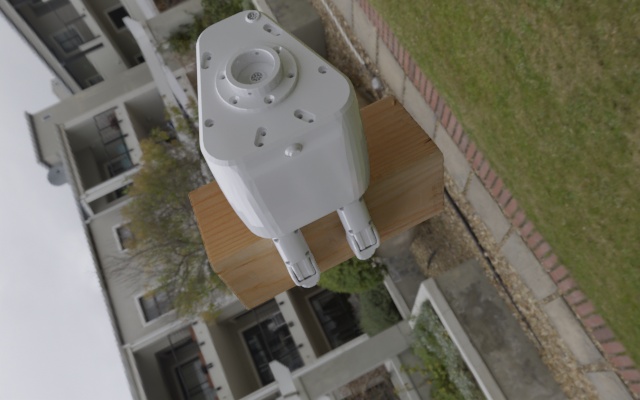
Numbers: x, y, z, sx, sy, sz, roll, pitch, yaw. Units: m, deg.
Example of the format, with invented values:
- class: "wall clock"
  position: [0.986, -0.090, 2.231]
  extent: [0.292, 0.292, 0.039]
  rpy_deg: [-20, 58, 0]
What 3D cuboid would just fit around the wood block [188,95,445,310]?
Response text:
- class: "wood block"
  position: [0.000, 0.001, 0.439]
  extent: [0.206, 0.090, 0.090]
  rpy_deg: [-26, -37, -4]
